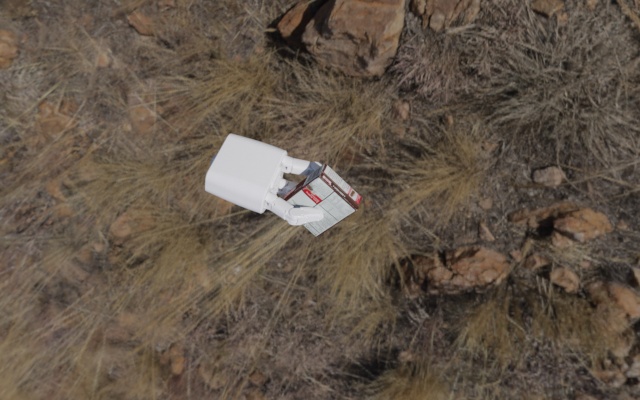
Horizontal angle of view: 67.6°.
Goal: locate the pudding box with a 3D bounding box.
[{"bbox_3d":[0.000,0.003,0.806,0.113,0.090,0.039,-35,20,41],"label":"pudding box"}]
